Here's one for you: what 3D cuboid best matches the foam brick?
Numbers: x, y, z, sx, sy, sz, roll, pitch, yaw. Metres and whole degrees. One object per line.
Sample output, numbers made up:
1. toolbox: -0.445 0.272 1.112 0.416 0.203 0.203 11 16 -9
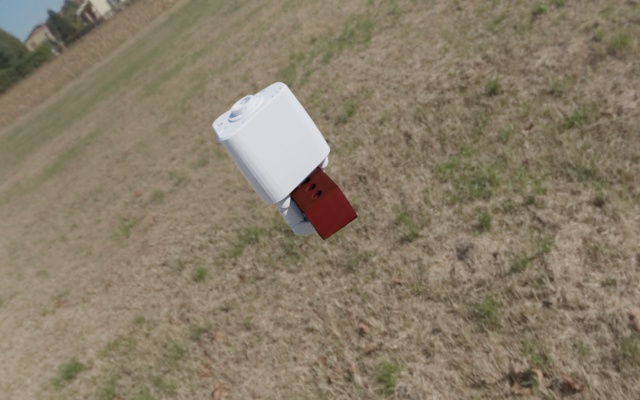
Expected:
1. foam brick: 0.000 0.002 0.596 0.053 0.051 0.078 -36 30 -3
